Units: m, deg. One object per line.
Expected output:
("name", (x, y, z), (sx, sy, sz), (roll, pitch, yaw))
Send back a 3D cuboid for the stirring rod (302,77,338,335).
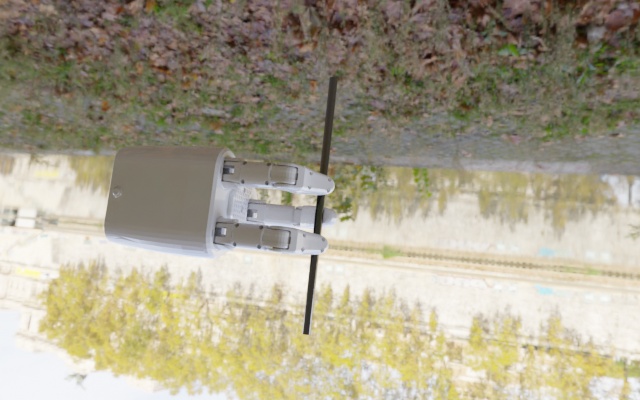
("stirring rod", (0.000, 0.001, 0.444), (0.011, 0.239, 0.011), (6, -7, 1))
